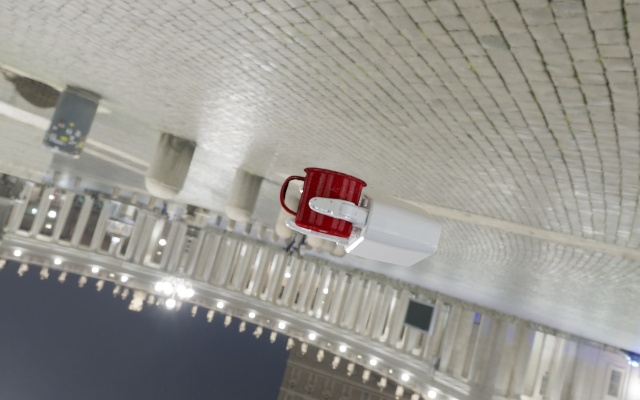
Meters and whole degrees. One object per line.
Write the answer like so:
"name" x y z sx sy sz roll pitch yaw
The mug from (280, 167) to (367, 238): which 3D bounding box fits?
"mug" -0.001 0.002 0.672 0.117 0.081 0.093 15 -6 -7
